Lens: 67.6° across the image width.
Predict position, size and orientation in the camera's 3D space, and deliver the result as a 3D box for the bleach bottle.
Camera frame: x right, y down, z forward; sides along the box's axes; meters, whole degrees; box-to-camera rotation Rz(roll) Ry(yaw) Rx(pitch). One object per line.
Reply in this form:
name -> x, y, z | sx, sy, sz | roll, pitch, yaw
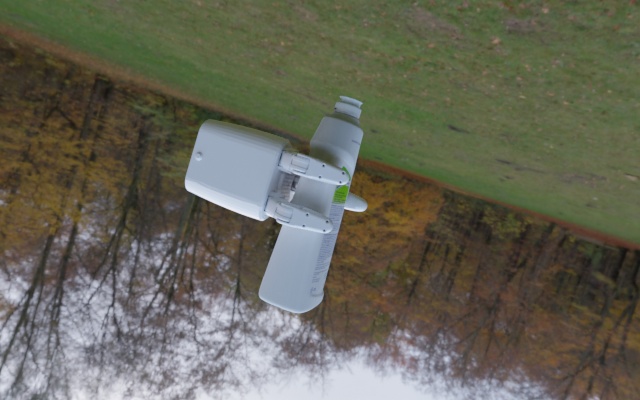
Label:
bleach bottle -> 0.000, 0.002, 0.573 | 0.068, 0.251, 0.102 | 19, 4, 14
